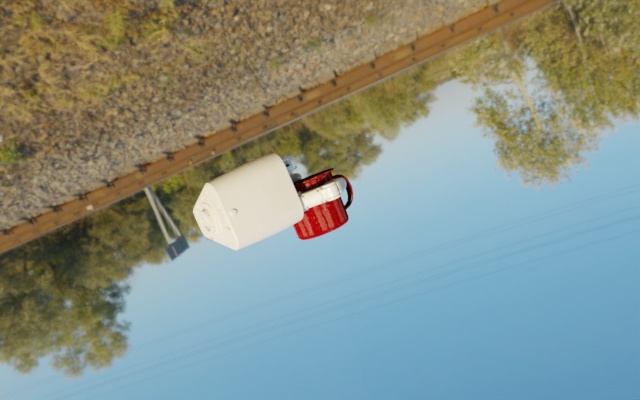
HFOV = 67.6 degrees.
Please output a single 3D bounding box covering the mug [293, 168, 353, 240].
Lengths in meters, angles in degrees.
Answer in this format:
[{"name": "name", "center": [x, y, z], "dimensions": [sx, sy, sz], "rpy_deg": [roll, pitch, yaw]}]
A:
[{"name": "mug", "center": [0.001, 0.002, 0.710], "dimensions": [0.117, 0.081, 0.093], "rpy_deg": [-26, 7, -31]}]
